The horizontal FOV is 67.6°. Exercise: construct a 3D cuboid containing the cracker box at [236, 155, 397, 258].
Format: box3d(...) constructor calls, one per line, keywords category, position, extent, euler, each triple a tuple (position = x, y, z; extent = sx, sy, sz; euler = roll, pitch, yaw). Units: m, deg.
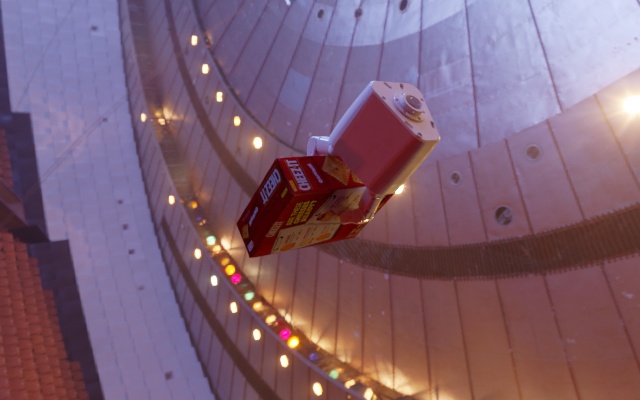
box3d(category="cracker box", position=(0.000, 0.003, 0.730), extent=(0.213, 0.072, 0.164), euler=(-7, -32, -37))
